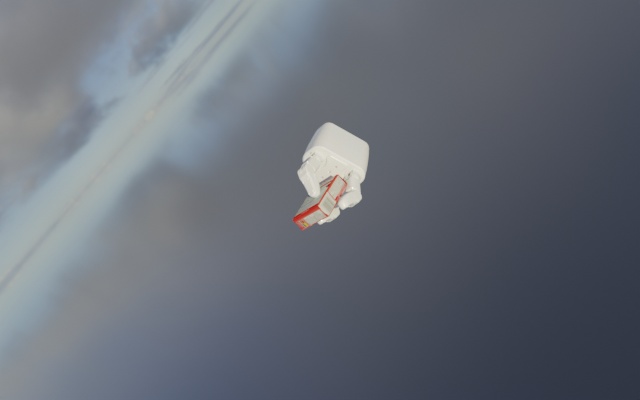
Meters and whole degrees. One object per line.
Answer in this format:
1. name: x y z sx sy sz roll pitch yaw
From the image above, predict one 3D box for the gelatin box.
1. gelatin box: 0.000 0.003 0.817 0.073 0.030 0.089 -30 21 45
